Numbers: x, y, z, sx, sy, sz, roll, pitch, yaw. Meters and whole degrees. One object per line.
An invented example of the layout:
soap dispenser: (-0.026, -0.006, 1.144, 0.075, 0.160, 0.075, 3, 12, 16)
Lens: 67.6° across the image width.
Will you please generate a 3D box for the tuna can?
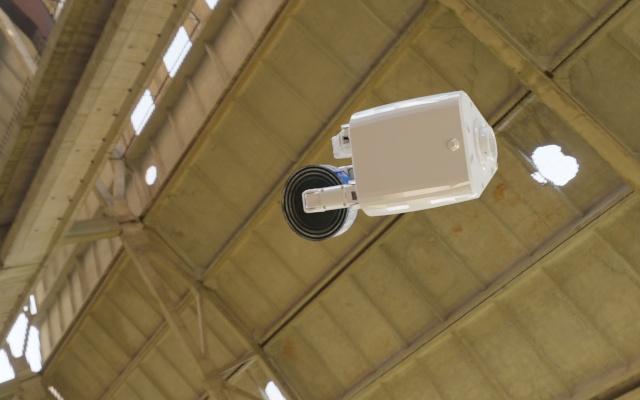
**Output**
tuna can: (0.000, 0.002, 0.543, 0.086, 0.086, 0.034, 0, 4, 29)
